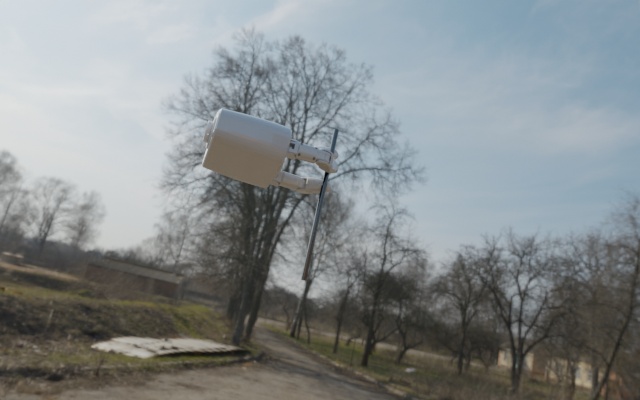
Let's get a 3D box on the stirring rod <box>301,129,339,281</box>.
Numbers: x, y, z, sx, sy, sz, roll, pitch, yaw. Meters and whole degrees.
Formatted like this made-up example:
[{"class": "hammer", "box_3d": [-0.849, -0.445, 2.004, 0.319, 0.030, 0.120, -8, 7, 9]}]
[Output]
[{"class": "stirring rod", "box_3d": [0.000, 0.002, 0.727, 0.011, 0.239, 0.011, 12, -14, 3]}]
